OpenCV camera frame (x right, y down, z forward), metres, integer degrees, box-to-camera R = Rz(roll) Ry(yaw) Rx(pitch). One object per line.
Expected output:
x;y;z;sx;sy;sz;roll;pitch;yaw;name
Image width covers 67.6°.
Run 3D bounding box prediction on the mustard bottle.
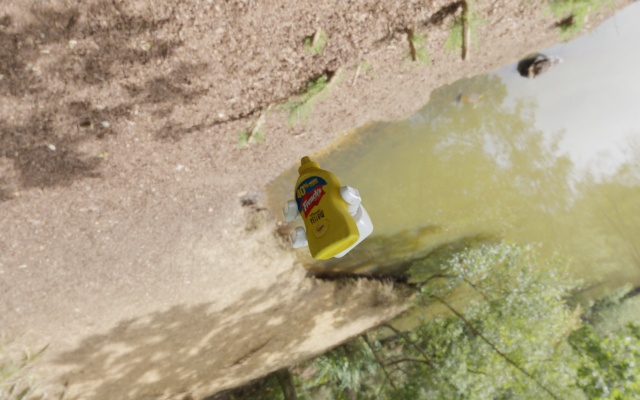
0.000;0.003;0.864;0.096;0.191;0.058;-36;-29;33;mustard bottle
